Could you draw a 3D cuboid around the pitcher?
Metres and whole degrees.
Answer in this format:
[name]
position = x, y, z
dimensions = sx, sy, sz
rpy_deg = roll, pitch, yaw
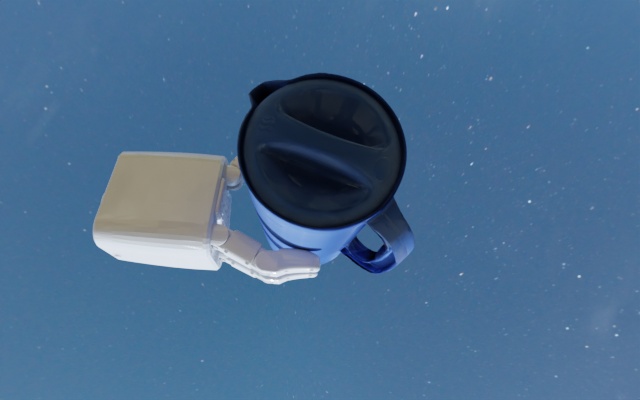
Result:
[pitcher]
position = 0.000, 0.001, 0.476
dimensions = 0.145, 0.149, 0.243
rpy_deg = 3, -18, -3
